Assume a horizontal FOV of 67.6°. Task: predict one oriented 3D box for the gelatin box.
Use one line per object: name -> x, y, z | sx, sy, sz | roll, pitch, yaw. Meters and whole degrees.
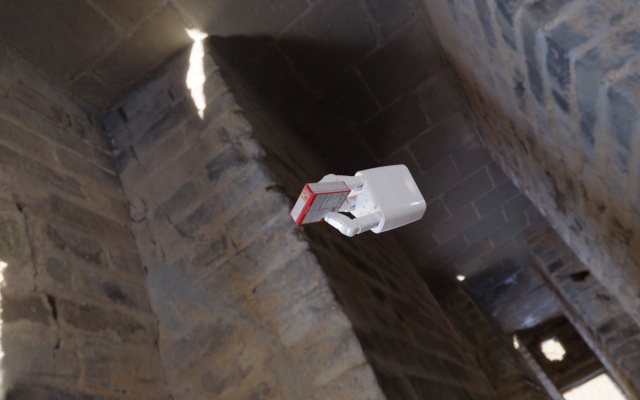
gelatin box -> 0.000, 0.003, 0.828 | 0.089, 0.073, 0.030 | -7, 49, -41
